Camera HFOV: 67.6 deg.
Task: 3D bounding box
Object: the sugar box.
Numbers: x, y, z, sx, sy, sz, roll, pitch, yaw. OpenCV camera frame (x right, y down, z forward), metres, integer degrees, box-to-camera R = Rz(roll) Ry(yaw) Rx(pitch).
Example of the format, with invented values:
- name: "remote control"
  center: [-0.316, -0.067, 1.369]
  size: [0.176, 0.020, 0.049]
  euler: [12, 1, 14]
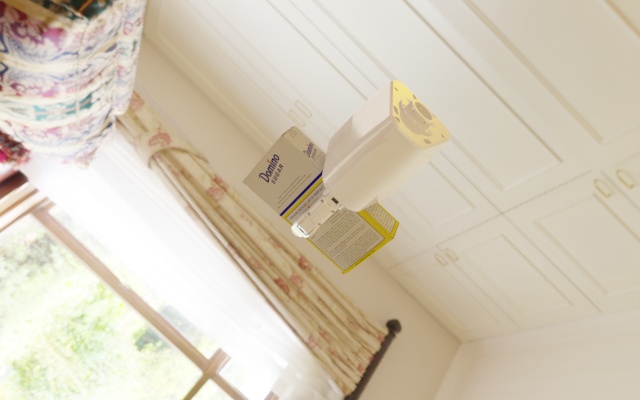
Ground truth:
- name: "sugar box"
  center: [0.000, 0.002, 0.584]
  size: [0.093, 0.176, 0.048]
  euler: [-43, 4, 34]
